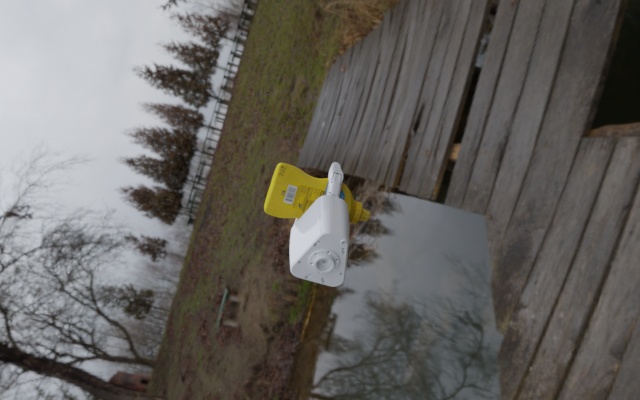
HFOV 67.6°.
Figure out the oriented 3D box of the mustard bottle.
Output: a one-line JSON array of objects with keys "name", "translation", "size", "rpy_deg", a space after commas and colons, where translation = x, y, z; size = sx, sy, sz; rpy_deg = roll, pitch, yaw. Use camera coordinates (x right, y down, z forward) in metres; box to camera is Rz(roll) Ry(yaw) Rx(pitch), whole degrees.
[{"name": "mustard bottle", "translation": [0.000, 0.003, 0.874], "size": [0.191, 0.096, 0.058], "rpy_deg": [17, 6, -11]}]
